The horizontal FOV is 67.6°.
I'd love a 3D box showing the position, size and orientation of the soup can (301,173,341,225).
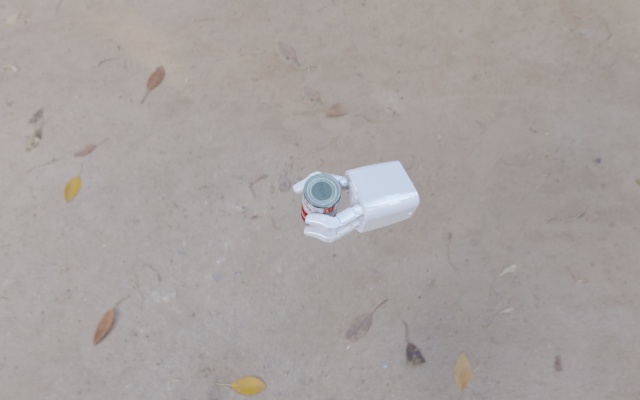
[{"bbox_3d":[0.000,0.003,0.861,0.068,0.068,0.102,0,-24,-5],"label":"soup can"}]
